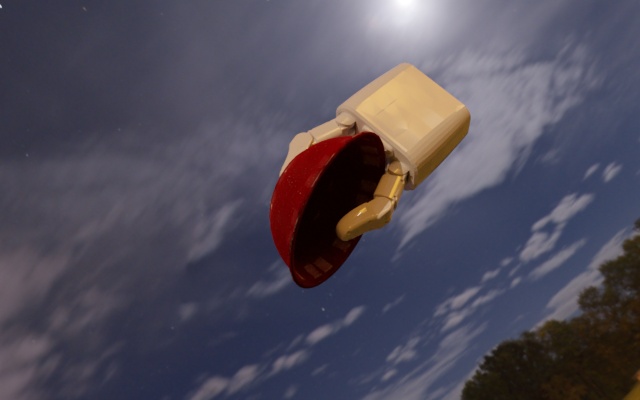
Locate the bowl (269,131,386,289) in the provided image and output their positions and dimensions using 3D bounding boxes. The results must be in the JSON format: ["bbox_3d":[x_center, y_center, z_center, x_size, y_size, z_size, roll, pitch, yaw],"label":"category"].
[{"bbox_3d":[-0.001,0.002,0.464,0.055,0.162,0.162,25,11,25],"label":"bowl"}]
